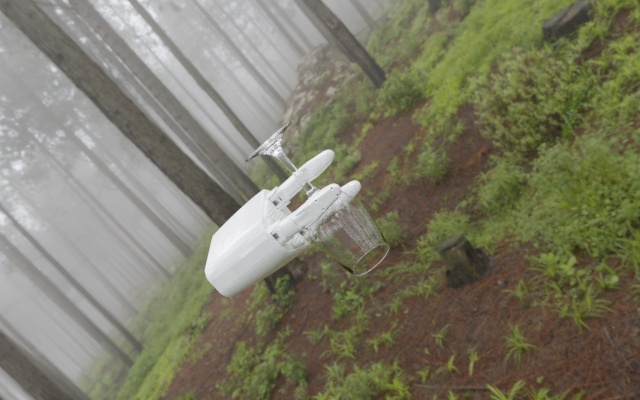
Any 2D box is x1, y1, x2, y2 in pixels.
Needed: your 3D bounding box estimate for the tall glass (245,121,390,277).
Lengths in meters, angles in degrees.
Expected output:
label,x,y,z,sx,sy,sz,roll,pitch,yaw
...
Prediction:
label,x,y,z,sx,sy,sz,roll,pitch,yaw
tall glass,0.000,0.001,0.596,0.079,0.201,0.079,-40,9,7
